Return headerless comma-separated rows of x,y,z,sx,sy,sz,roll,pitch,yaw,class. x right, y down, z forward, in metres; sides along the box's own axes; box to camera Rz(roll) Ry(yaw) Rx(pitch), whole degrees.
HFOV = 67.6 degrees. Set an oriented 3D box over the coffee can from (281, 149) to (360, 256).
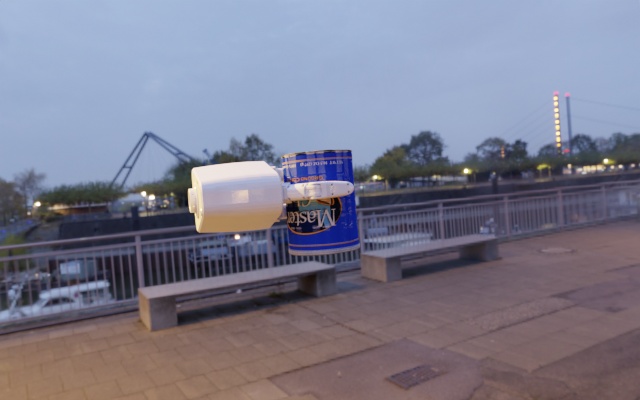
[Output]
0.000,0.002,0.686,0.103,0.140,0.103,-5,1,0,coffee can
